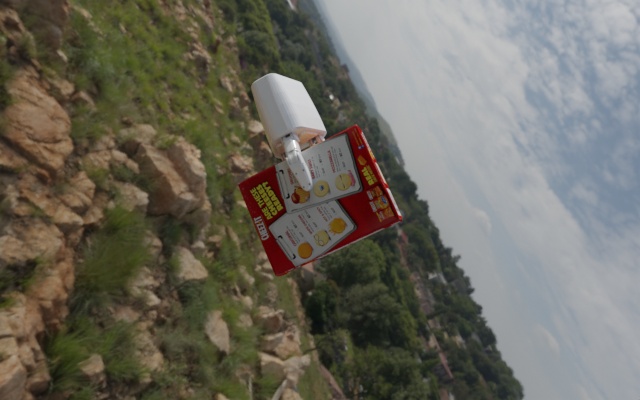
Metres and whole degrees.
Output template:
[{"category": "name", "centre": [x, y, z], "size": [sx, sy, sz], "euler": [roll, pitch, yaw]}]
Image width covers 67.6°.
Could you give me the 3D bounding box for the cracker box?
[{"category": "cracker box", "centre": [0.000, 0.002, 0.761], "size": [0.214, 0.164, 0.072], "euler": [-26, -10, 11]}]
